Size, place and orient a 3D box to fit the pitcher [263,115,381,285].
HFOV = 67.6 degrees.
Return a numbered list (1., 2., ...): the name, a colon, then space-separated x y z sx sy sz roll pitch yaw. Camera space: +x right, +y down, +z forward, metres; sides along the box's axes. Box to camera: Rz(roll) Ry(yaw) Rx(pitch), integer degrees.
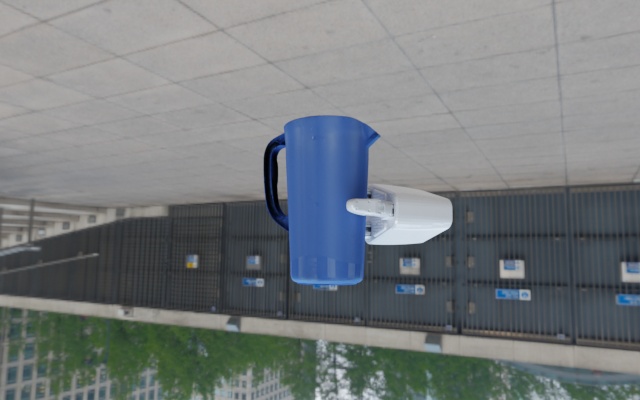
1. pitcher: 0.000 0.002 0.723 0.145 0.243 0.149 3 -7 -24
